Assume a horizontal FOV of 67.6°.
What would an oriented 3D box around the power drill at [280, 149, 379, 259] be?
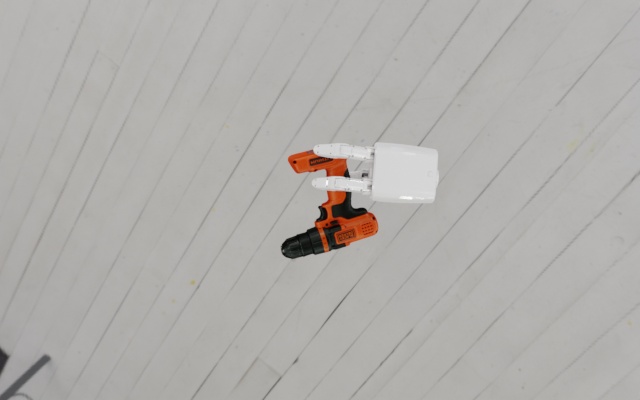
[{"bbox_3d":[0.000,0.002,0.857,0.184,0.188,0.057,-17,16,-9],"label":"power drill"}]
